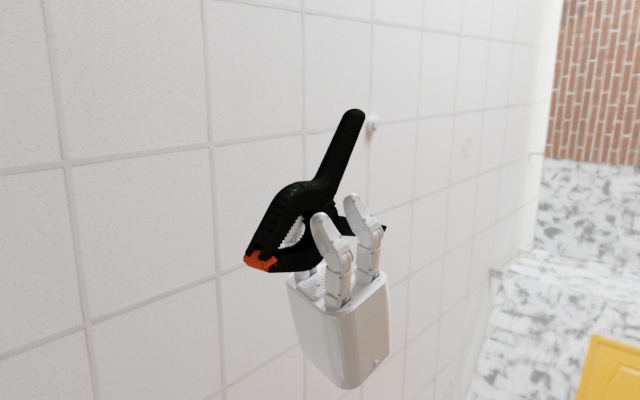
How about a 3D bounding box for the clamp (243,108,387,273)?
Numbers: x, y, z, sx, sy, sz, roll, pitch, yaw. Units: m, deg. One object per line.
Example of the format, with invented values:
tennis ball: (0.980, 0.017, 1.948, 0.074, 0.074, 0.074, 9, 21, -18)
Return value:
clamp: (-0.001, 0.002, 0.508, 0.036, 0.165, 0.210, 8, 27, 40)
